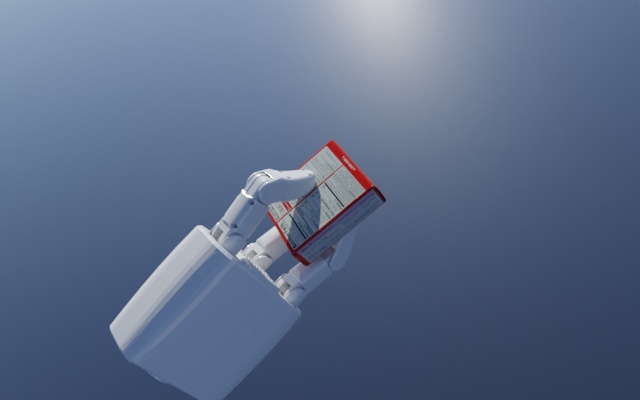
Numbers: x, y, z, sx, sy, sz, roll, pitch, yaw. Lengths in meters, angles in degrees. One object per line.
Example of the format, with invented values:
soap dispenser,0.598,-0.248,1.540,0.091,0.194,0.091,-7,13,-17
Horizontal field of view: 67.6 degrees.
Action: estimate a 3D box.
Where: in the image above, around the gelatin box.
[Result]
gelatin box,0.000,0.001,0.413,0.030,0.089,0.073,44,7,-48
